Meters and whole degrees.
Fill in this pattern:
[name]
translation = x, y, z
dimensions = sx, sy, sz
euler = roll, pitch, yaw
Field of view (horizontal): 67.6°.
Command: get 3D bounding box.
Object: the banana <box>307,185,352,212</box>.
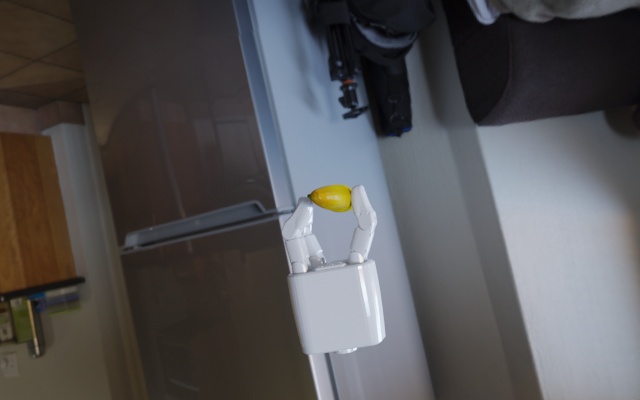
[banana]
translation = 0.018, 0.000, 0.675
dimensions = 0.069, 0.037, 0.198
euler = -8, -2, -3
